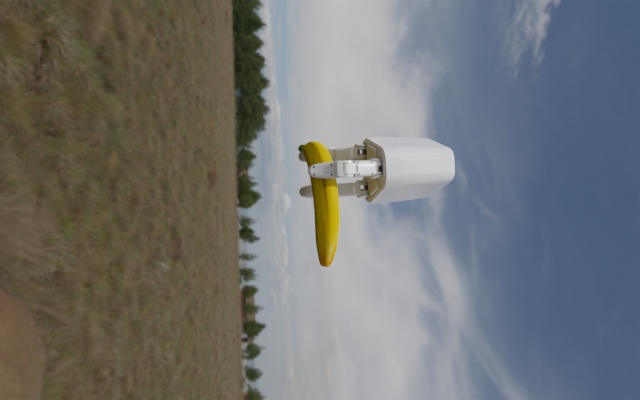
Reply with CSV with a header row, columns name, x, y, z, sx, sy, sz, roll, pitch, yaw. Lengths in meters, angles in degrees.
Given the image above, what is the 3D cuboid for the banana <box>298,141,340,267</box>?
name,x,y,z,sx,sy,sz,roll,pitch,yaw
banana,0.003,-0.009,0.675,0.037,0.197,0.070,-4,-24,-13
